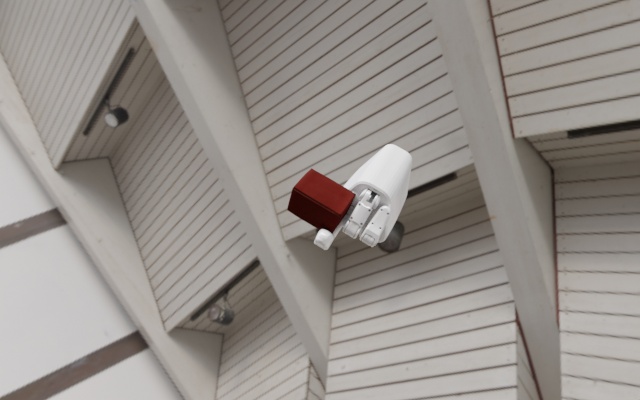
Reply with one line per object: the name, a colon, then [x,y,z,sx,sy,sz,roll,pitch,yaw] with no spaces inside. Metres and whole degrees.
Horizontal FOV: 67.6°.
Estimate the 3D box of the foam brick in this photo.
foam brick: [0.000,0.002,0.686,0.078,0.051,0.053,31,-39,7]
